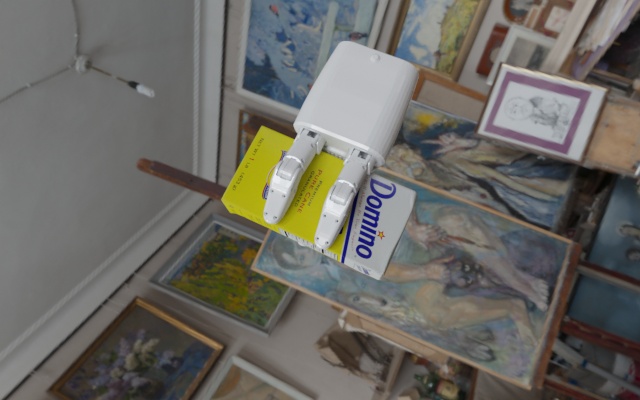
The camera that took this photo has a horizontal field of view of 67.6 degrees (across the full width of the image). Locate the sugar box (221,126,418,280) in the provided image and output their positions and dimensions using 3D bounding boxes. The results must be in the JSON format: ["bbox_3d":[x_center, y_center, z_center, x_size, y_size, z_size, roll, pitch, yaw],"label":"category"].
[{"bbox_3d":[0.000,0.001,0.486,0.176,0.093,0.048,23,-14,11],"label":"sugar box"}]
